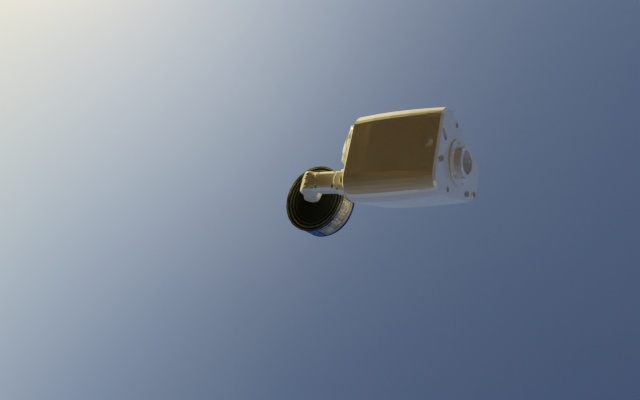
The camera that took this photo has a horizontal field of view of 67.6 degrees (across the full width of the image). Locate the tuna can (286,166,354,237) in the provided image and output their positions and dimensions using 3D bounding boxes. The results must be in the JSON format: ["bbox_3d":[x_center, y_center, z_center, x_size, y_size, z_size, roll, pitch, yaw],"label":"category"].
[{"bbox_3d":[0.000,0.002,0.608,0.086,0.086,0.034,0,-19,37],"label":"tuna can"}]
